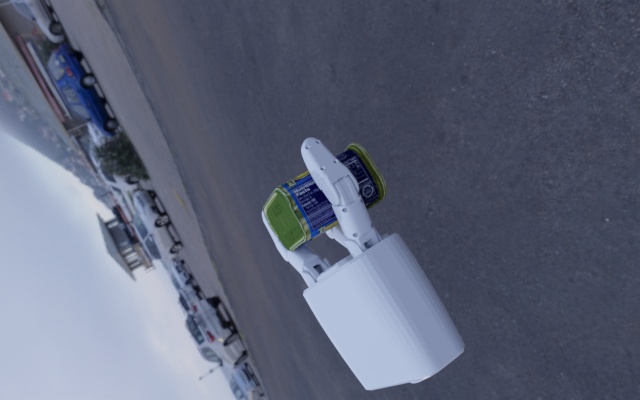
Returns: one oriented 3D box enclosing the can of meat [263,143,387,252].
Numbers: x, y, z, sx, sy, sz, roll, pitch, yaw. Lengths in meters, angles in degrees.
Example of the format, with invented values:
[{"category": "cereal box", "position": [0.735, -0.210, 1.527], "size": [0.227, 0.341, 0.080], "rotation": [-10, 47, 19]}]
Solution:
[{"category": "can of meat", "position": [0.000, 0.002, 0.438], "size": [0.084, 0.057, 0.102], "rotation": [-30, -6, -20]}]
